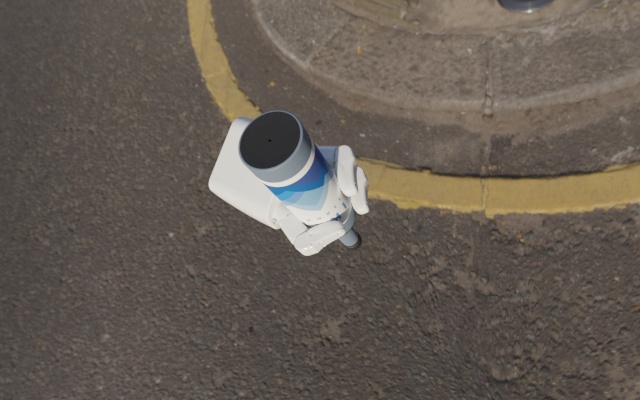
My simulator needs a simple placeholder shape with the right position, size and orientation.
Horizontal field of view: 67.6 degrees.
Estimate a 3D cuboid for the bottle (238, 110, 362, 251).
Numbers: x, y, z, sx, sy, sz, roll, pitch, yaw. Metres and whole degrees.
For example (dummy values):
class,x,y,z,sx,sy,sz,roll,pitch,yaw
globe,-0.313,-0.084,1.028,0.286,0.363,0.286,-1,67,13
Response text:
class,x,y,z,sx,sy,sz,roll,pitch,yaw
bottle,0.000,0.002,0.571,0.069,0.069,0.296,0,-23,21
